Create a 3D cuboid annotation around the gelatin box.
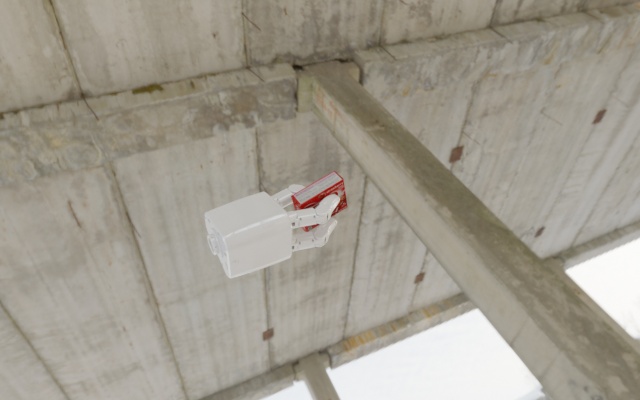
[{"bbox_3d":[0.000,0.002,0.796,0.089,0.073,0.030,-31,52,-16],"label":"gelatin box"}]
